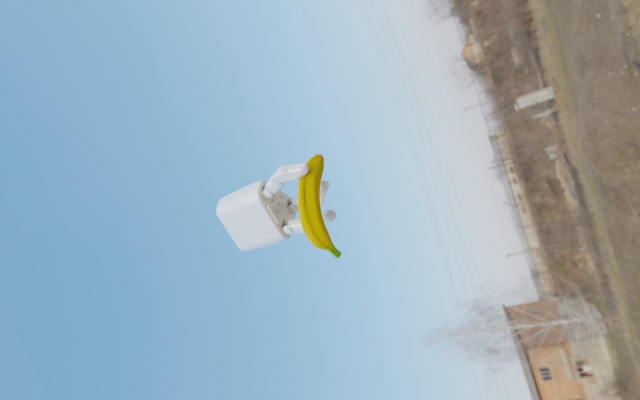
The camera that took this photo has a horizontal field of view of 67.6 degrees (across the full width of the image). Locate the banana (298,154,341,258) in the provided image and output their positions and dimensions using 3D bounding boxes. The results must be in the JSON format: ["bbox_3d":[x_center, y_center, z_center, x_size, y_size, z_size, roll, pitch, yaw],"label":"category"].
[{"bbox_3d":[-0.010,0.001,0.804,0.037,0.197,0.070,-23,-28,29],"label":"banana"}]
